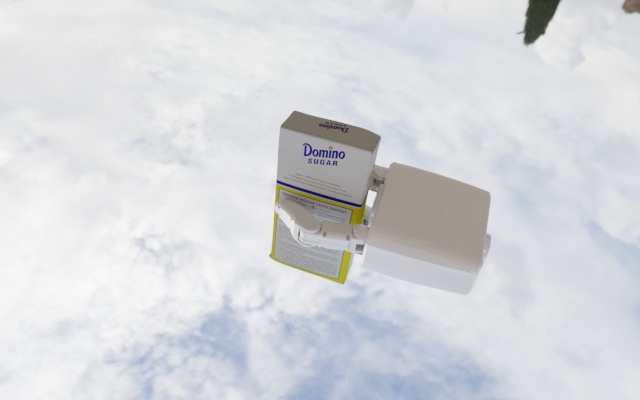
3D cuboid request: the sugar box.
[{"bbox_3d":[0.000,0.001,0.499,0.093,0.176,0.048,17,36,10],"label":"sugar box"}]
